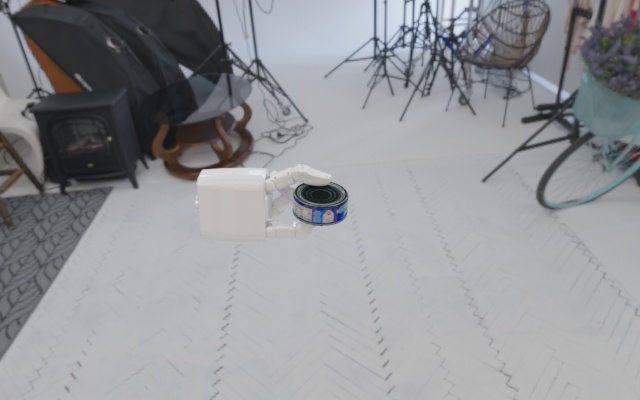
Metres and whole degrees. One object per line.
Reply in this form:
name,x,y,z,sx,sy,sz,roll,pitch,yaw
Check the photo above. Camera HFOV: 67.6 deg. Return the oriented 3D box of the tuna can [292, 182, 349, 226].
tuna can,0.000,0.002,0.732,0.086,0.034,0.086,2,30,-1
